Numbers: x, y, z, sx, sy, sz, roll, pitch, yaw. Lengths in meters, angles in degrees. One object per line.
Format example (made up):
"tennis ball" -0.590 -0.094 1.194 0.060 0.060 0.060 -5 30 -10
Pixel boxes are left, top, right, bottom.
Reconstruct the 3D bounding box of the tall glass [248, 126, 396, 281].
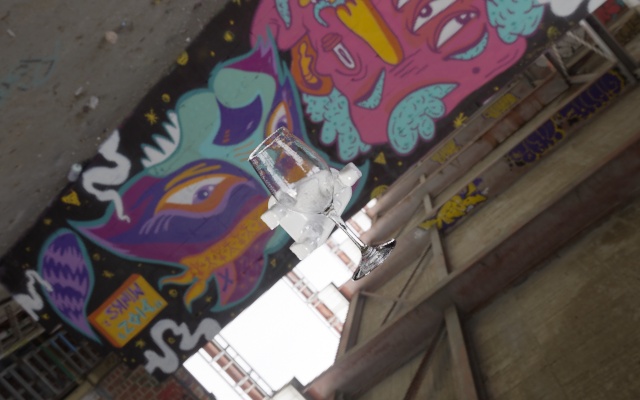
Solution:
"tall glass" 0.001 0.002 0.595 0.079 0.201 0.079 -43 3 3
